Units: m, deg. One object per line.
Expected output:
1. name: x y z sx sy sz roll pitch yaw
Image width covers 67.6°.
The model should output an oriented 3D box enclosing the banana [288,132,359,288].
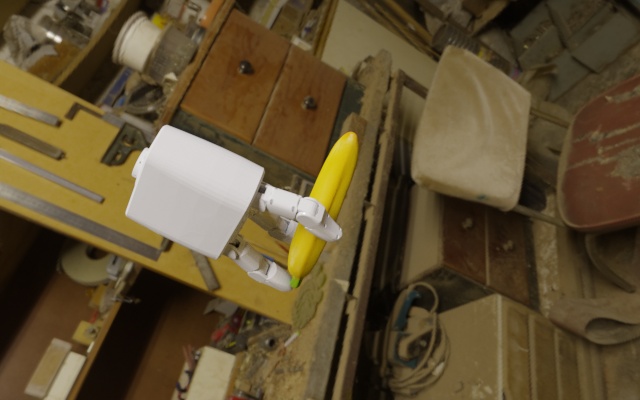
1. banana: 0.003 0.003 0.537 0.037 0.197 0.069 25 -9 -9
